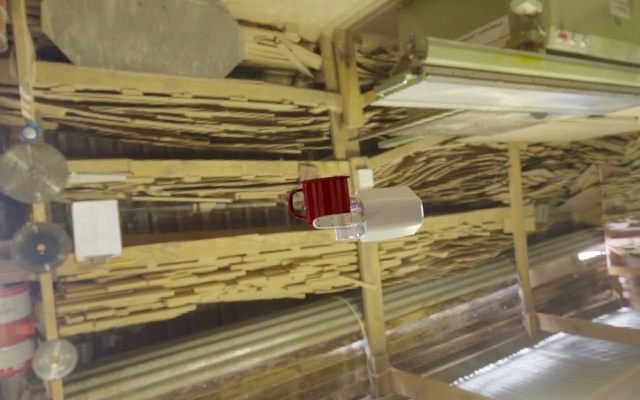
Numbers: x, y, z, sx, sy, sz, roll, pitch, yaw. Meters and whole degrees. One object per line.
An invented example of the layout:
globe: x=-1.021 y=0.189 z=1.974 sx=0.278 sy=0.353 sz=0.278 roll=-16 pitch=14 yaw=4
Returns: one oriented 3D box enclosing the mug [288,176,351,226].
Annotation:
mug: x=-0.001 y=0.003 z=0.860 sx=0.117 sy=0.081 sz=0.093 roll=-7 pitch=-1 yaw=-2
